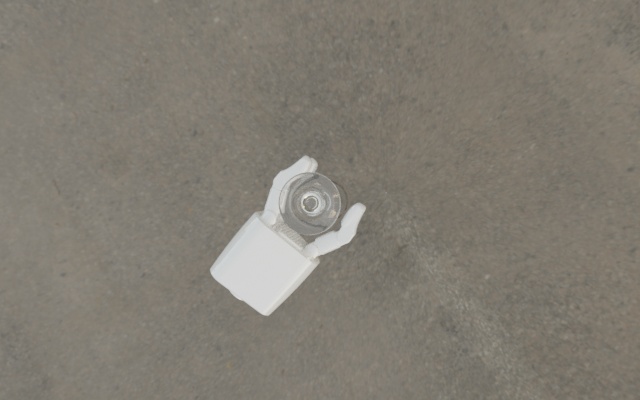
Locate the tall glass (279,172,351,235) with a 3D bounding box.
[{"bbox_3d":[0.000,0.002,0.657,0.079,0.079,0.201,0,1,8],"label":"tall glass"}]
